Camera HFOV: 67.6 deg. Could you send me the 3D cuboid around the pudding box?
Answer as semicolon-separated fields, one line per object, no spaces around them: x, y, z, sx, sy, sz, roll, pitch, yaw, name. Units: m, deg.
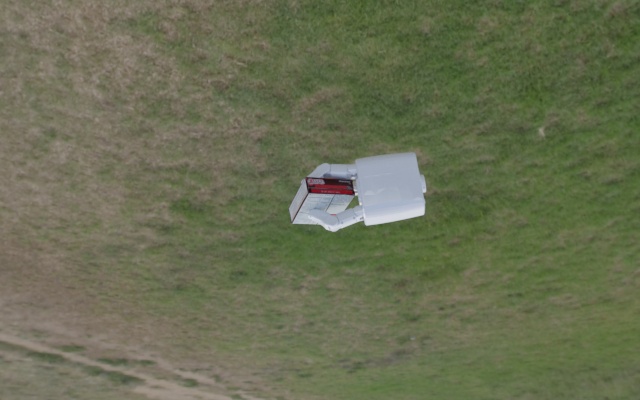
0.000;0.003;0.861;0.090;0.039;0.114;4;-34;-20;pudding box
